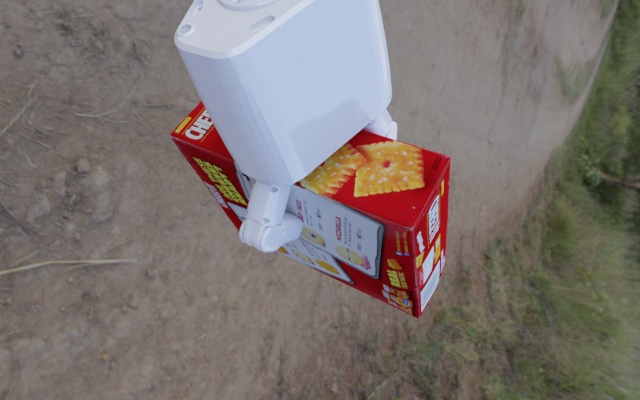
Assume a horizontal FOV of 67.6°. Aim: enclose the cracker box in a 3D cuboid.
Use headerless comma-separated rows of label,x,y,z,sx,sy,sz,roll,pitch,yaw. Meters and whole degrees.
cracker box,0.000,0.002,0.413,0.213,0.072,0.164,22,-25,26
